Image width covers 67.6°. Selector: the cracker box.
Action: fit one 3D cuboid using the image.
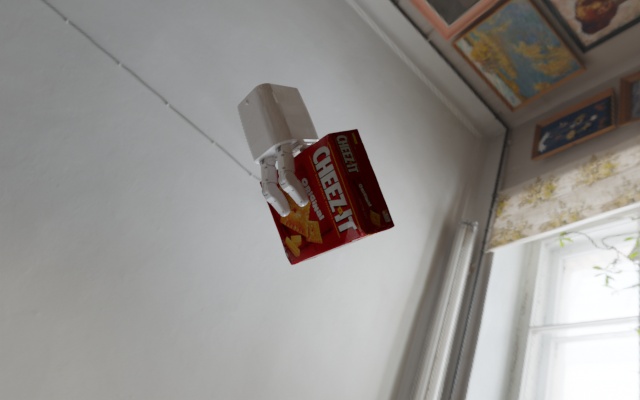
[{"bbox_3d":[0.000,0.003,0.787,0.072,0.164,0.214,-15,-9,-40],"label":"cracker box"}]
